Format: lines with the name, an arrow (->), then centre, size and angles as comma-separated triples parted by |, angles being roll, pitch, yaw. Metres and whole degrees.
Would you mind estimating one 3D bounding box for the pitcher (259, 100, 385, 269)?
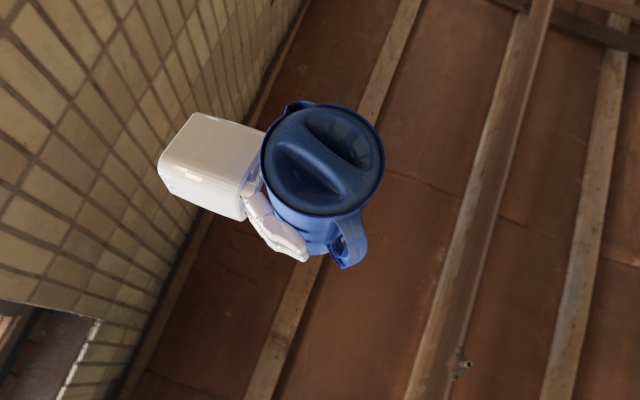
pitcher -> 0.000, 0.002, 0.606 | 0.145, 0.149, 0.243 | 20, -19, 5
